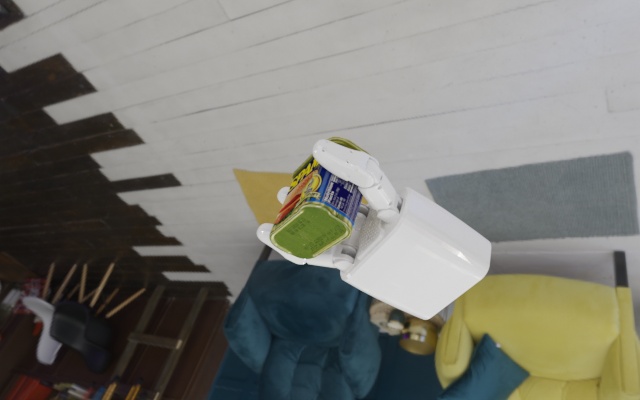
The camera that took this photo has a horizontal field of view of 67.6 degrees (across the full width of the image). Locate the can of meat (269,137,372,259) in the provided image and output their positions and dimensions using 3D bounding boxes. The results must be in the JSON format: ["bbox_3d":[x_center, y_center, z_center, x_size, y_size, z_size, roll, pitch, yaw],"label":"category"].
[{"bbox_3d":[0.000,0.002,0.463,0.057,0.084,0.102,32,-38,-15],"label":"can of meat"}]
